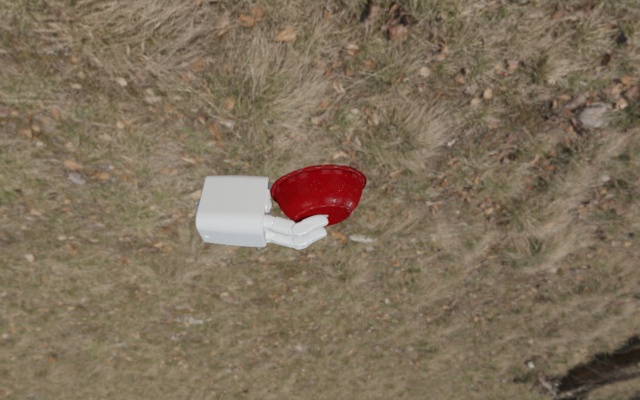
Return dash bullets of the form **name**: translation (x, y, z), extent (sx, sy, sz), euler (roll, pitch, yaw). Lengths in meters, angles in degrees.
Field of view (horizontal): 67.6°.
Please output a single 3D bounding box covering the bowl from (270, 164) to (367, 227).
- **bowl**: translation (0.001, 0.003, 0.780), extent (0.162, 0.055, 0.162), euler (-7, -24, -3)
